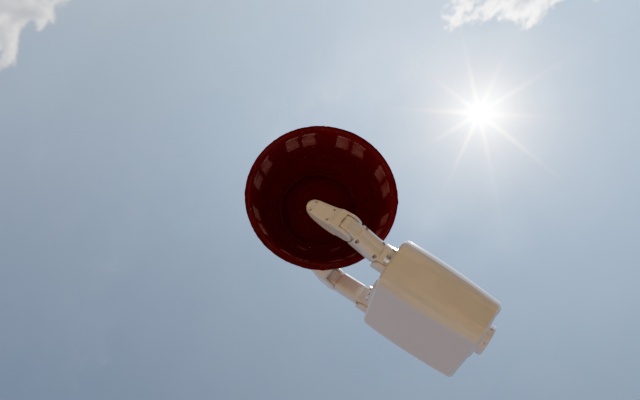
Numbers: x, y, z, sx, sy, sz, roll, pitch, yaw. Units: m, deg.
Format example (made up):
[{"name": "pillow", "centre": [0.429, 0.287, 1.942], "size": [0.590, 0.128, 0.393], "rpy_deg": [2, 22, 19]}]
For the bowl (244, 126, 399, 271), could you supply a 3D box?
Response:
[{"name": "bowl", "centre": [-0.001, 0.001, 0.524], "size": [0.162, 0.162, 0.055], "rpy_deg": [0, -20, -4]}]
